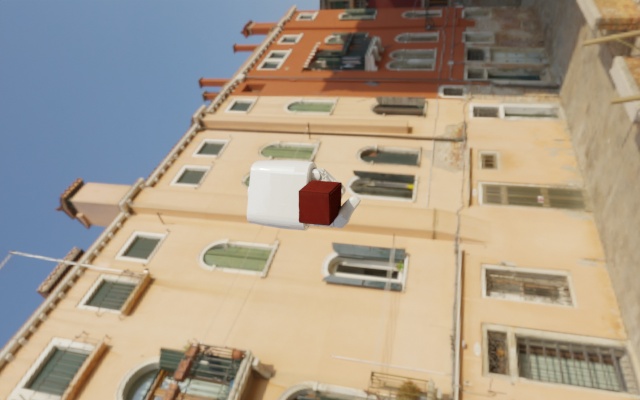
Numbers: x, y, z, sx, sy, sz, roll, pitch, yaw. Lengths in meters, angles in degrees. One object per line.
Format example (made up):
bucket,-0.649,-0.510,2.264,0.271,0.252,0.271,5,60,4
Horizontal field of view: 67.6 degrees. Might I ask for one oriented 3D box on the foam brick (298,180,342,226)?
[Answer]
foam brick,0.000,0.002,0.752,0.051,0.053,0.078,5,16,14
